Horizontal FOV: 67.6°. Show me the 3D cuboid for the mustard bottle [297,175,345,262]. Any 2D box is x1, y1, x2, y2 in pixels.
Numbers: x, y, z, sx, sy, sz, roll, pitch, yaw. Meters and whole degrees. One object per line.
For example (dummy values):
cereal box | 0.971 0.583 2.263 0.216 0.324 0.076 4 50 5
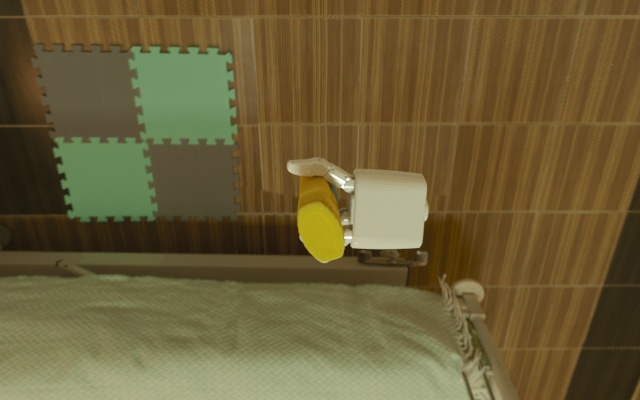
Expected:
mustard bottle | 0.000 0.003 0.719 0.058 0.096 0.191 -20 26 9
